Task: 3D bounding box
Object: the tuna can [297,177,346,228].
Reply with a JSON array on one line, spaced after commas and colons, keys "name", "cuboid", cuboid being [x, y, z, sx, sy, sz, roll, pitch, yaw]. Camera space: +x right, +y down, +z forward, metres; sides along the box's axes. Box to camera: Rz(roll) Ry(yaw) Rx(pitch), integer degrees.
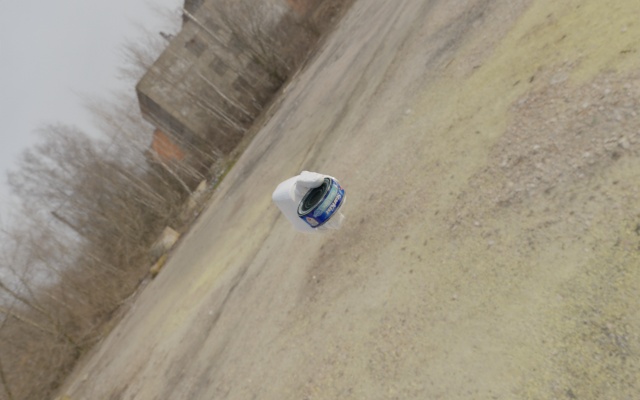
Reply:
[{"name": "tuna can", "cuboid": [0.000, 0.002, 0.799, 0.034, 0.086, 0.086, 40, -16, -20]}]
